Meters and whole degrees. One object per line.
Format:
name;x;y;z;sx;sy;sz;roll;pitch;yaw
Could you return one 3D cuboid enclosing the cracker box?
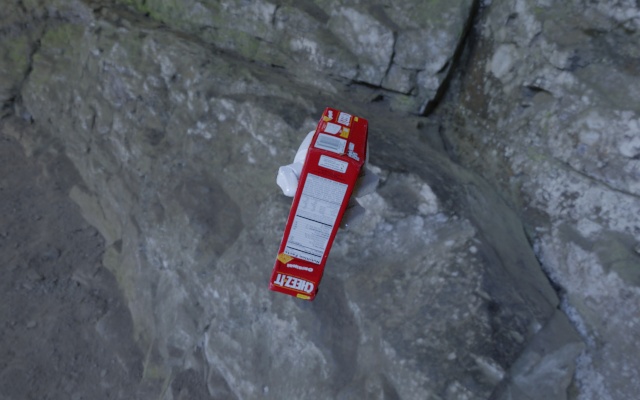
cracker box;0.000;0.002;0.651;0.072;0.214;0.164;17;28;-1
